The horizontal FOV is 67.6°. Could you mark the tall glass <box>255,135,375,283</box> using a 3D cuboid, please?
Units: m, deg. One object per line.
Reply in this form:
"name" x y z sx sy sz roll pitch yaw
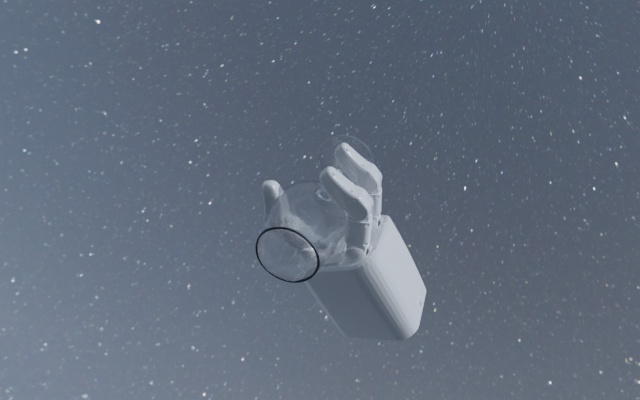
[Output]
"tall glass" 0.000 0.001 0.510 0.079 0.079 0.201 0 29 21
